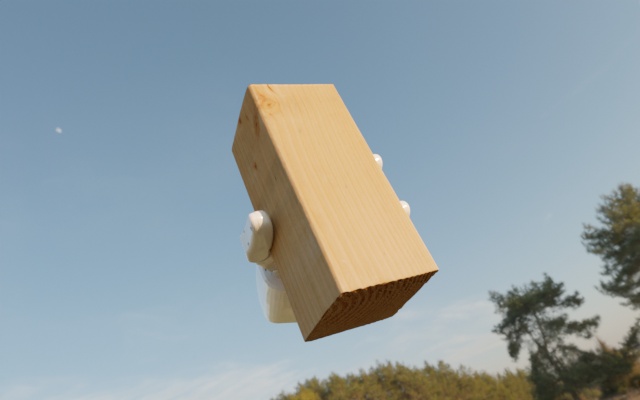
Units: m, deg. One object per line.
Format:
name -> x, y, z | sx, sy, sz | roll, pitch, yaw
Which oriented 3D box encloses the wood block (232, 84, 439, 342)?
wood block -> 0.000, 0.002, 0.418 | 0.091, 0.206, 0.090 | -9, -33, -28
